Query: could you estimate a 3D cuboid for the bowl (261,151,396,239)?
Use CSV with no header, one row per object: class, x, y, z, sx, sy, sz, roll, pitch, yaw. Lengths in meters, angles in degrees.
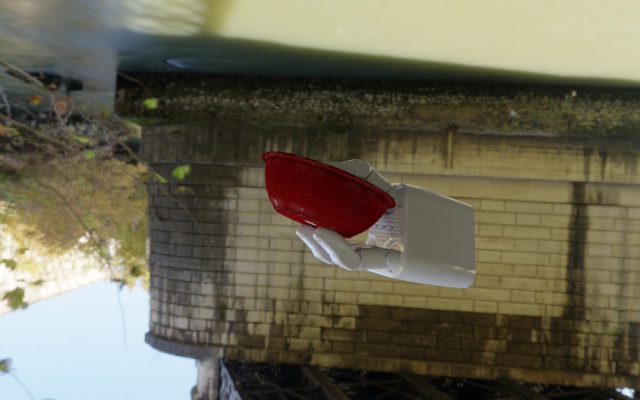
bowl,-0.001,0.002,0.539,0.162,0.055,0.162,21,-8,3
